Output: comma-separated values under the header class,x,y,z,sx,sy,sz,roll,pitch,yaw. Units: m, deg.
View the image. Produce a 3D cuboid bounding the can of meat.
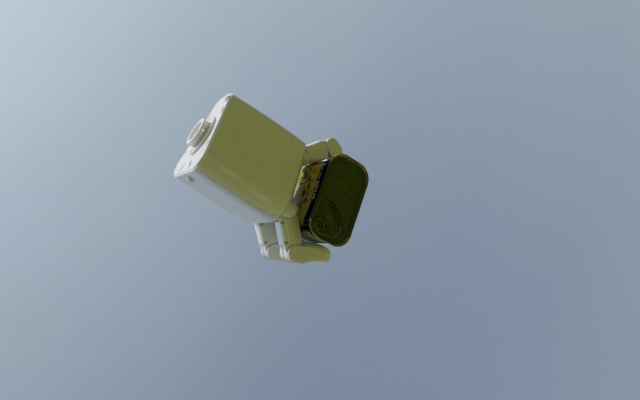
class,x,y,z,sx,sy,sz,roll,pitch,yaw
can of meat,0.000,0.002,0.565,0.057,0.102,0.084,28,-18,-29
